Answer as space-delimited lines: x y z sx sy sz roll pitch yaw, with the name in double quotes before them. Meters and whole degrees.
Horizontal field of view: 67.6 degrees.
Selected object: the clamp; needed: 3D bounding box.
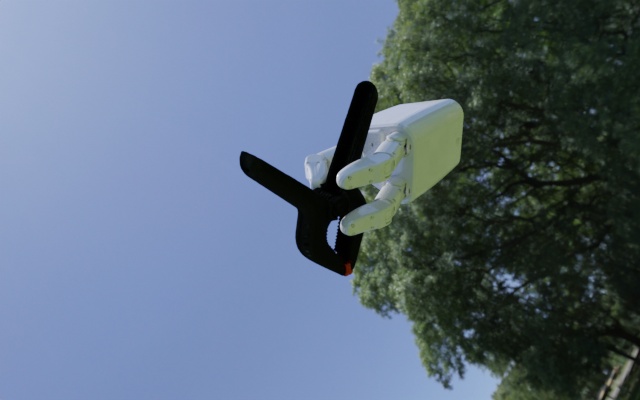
"clamp" 0.000 0.002 0.485 0.164 0.210 0.036 -29 40 -33
